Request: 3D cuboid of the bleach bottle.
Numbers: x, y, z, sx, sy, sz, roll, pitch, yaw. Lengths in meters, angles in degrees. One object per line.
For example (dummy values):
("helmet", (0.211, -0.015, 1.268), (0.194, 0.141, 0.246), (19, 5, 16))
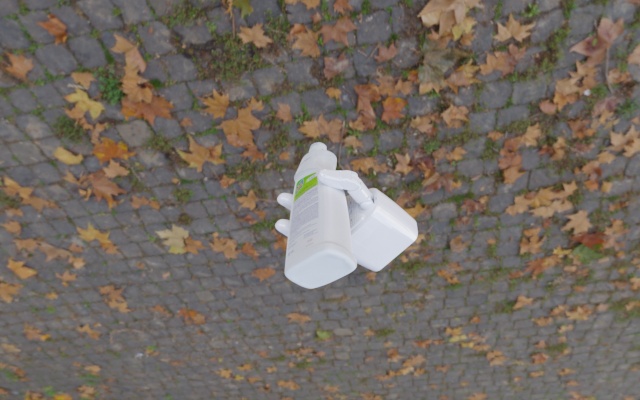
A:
("bleach bottle", (0.000, 0.002, 0.725), (0.102, 0.250, 0.068), (-31, -50, 32))
